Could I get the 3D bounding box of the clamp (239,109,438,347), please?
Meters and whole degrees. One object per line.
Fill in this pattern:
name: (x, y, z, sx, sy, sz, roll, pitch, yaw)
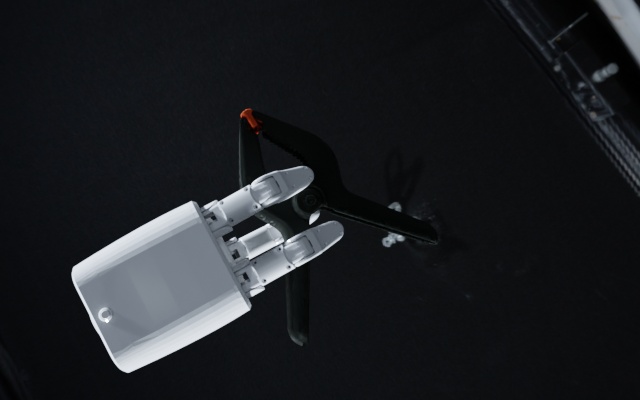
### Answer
clamp: (-0.001, 0.001, 0.440, 0.164, 0.210, 0.036, -28, -4, -13)
